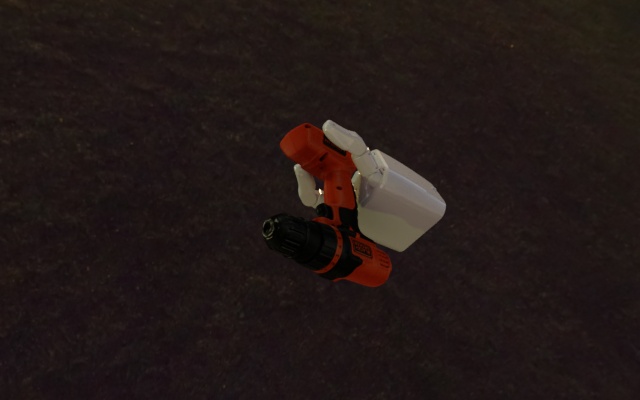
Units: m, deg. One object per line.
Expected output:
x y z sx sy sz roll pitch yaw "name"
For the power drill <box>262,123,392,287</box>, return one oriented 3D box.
0.000 0.002 0.559 0.057 0.187 0.184 -31 -40 30 "power drill"
